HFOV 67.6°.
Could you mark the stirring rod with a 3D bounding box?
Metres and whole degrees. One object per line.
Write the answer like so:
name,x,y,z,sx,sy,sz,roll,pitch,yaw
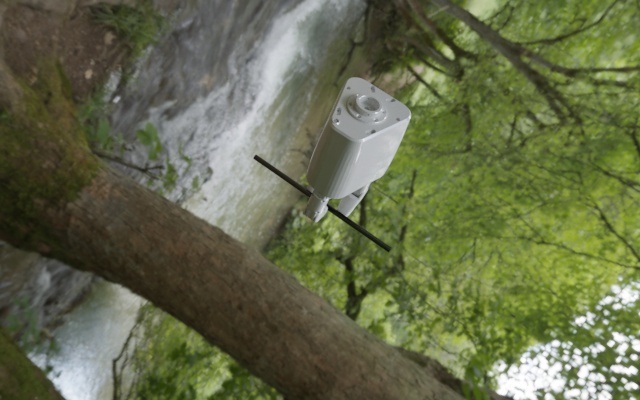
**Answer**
stirring rod,0.000,0.002,0.688,0.239,0.011,0.011,35,7,10
